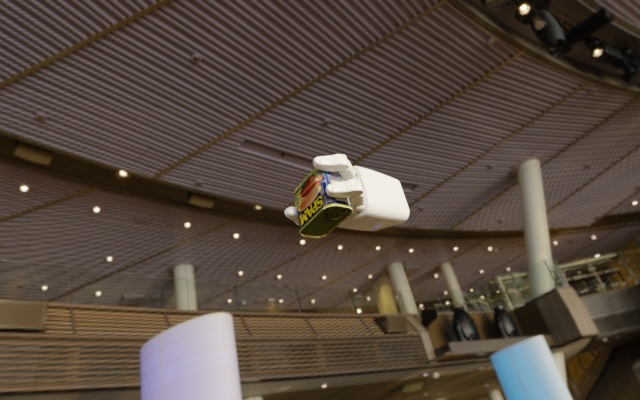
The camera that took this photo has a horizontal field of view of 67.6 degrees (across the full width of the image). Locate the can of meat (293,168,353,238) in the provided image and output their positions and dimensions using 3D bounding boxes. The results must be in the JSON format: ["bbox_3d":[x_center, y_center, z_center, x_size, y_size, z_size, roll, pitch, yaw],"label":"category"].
[{"bbox_3d":[0.000,0.002,0.810,0.057,0.084,0.102,10,-38,-34],"label":"can of meat"}]
